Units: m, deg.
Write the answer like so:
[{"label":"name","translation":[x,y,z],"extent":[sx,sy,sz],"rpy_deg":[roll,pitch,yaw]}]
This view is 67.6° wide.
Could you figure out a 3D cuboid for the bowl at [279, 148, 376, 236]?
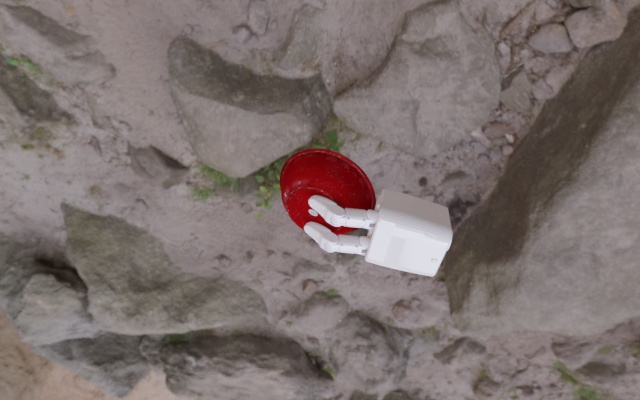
[{"label":"bowl","translation":[-0.001,0.002,0.735],"extent":[0.162,0.162,0.055],"rpy_deg":[0,35,27]}]
